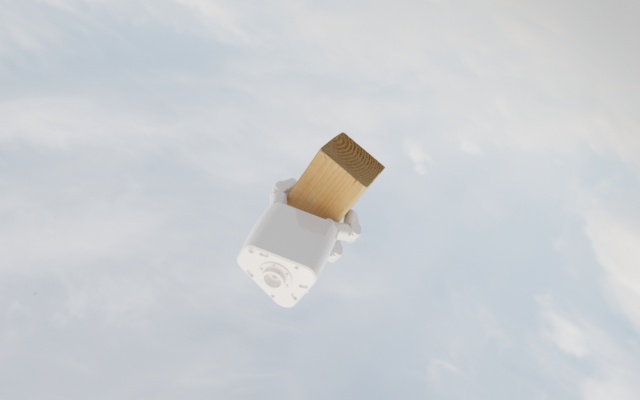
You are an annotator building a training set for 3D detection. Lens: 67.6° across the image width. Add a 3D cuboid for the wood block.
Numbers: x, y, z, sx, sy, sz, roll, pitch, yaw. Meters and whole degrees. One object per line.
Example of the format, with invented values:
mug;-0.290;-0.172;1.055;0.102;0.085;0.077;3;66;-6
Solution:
wood block;0.000;0.003;0.775;0.206;0.091;0.090;-52;-5;36
